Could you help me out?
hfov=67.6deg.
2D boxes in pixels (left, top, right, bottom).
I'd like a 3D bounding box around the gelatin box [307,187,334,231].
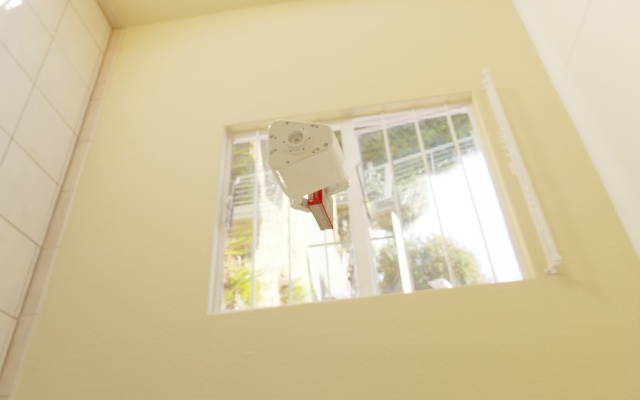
[{"bbox_3d":[0.001,0.003,0.898,0.030,0.073,0.089,-11,-39,13],"label":"gelatin box"}]
